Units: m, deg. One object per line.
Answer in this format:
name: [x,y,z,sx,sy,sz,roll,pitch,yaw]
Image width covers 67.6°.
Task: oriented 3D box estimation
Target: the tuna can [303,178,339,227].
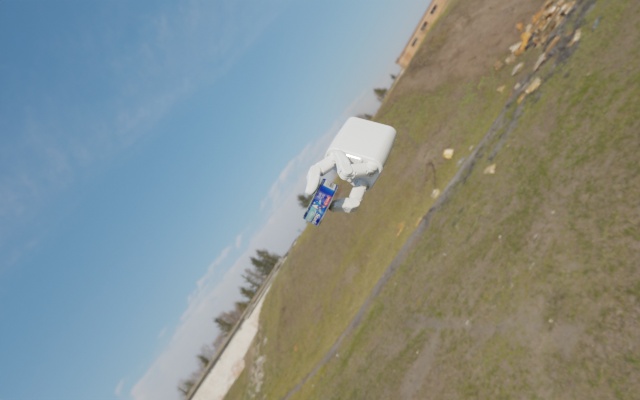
tuna can: [0.000,0.003,0.883,0.034,0.086,0.086,27,-1,-2]
